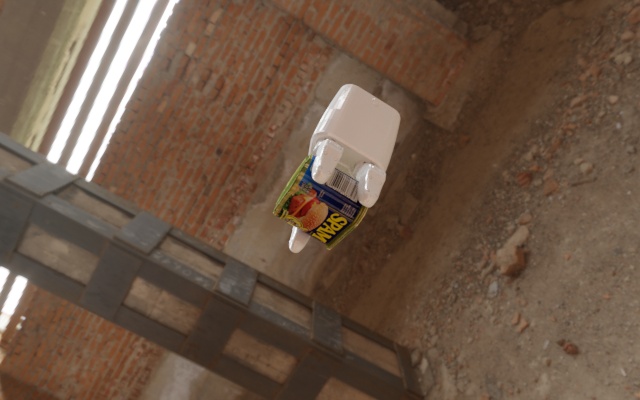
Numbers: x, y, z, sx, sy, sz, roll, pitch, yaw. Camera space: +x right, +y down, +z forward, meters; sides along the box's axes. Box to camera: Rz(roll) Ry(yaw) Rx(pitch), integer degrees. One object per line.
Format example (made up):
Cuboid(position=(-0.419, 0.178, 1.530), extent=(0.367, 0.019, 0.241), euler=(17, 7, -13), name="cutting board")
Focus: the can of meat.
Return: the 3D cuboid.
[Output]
Cuboid(position=(0.000, 0.002, 0.551), extent=(0.084, 0.057, 0.102), euler=(31, -34, -8), name="can of meat")
